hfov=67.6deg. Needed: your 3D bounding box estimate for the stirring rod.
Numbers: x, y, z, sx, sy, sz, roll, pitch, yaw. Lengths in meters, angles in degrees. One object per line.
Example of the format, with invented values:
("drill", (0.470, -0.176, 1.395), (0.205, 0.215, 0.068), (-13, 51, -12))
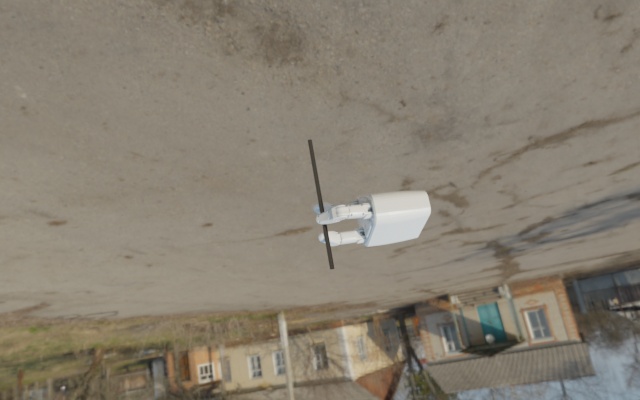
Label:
("stirring rod", (0.000, 0.003, 0.846), (0.011, 0.239, 0.011), (-9, -16, -3))
